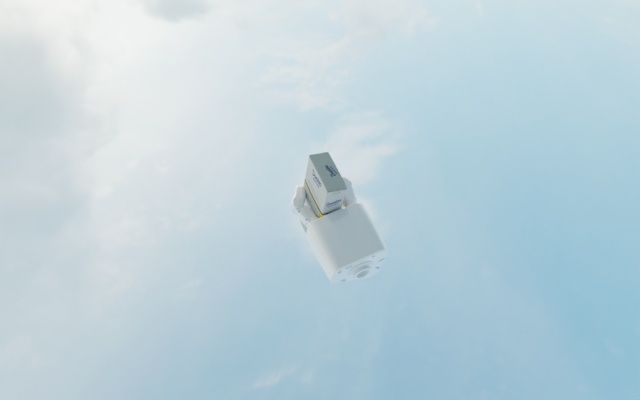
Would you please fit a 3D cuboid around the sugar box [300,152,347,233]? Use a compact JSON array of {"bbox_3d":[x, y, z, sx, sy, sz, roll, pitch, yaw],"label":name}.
[{"bbox_3d":[0.001,0.003,0.900,0.048,0.093,0.176,-11,-35,-22],"label":"sugar box"}]
